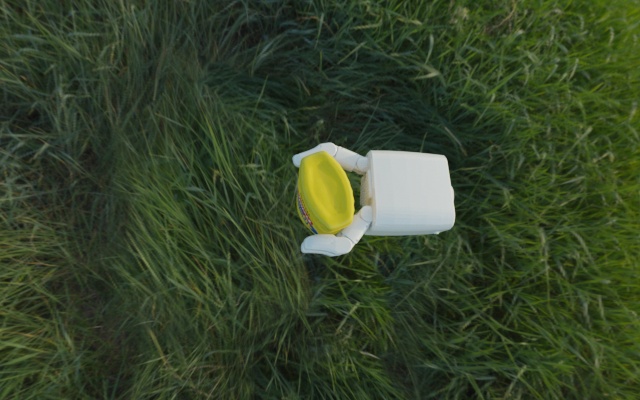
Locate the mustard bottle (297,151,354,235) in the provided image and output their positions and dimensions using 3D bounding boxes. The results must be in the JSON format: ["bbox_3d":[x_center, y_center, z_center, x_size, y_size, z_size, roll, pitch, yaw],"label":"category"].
[{"bbox_3d":[0.000,0.002,0.649,0.058,0.096,0.192,-22,-7,-8],"label":"mustard bottle"}]
